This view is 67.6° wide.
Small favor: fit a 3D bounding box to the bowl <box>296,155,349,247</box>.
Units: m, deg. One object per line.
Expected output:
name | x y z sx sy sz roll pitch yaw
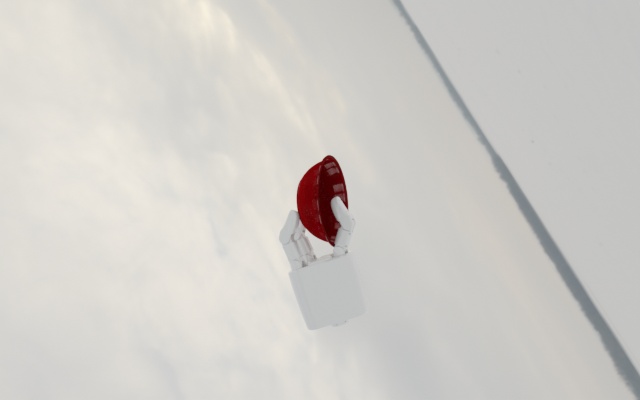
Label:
bowl | 0.000 0.001 0.838 0.055 0.162 0.162 -4 -2 20
